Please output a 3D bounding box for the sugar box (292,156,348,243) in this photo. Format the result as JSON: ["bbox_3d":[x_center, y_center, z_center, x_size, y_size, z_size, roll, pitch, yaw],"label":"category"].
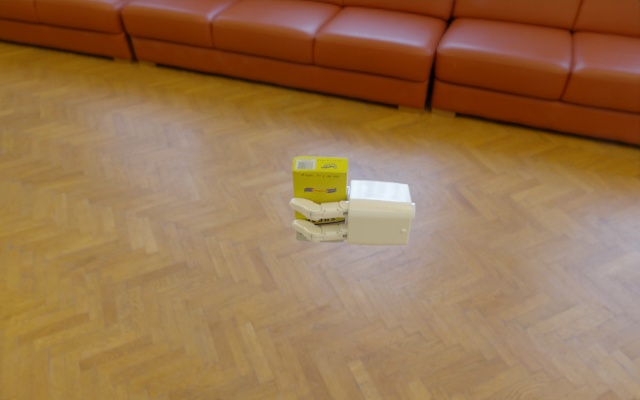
[{"bbox_3d":[0.000,0.003,0.846,0.093,0.176,0.048,2,42,4],"label":"sugar box"}]
